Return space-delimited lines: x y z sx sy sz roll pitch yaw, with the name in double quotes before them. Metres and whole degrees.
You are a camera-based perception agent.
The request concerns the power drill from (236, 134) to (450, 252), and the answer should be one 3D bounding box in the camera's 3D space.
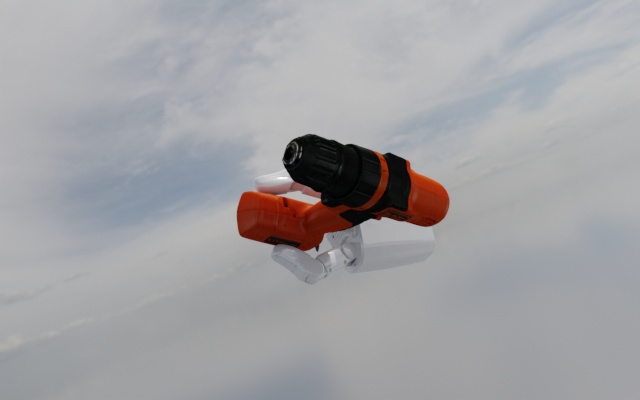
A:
"power drill" 0.000 0.002 0.458 0.184 0.057 0.188 19 -24 -38
